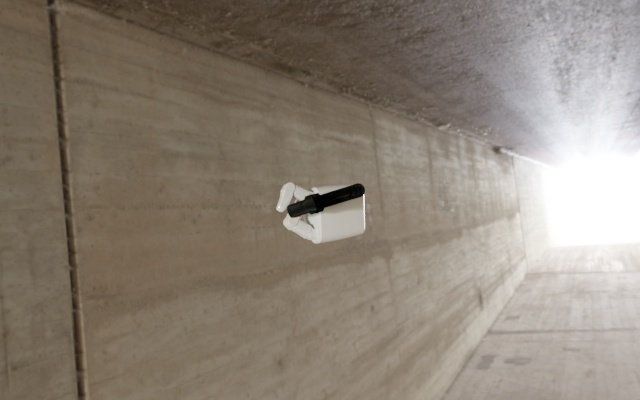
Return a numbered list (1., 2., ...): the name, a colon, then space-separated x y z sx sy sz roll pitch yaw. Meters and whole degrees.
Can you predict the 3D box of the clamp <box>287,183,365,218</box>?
1. clamp: 0.000 0.003 0.867 0.120 0.039 0.171 -10 -2 -25
